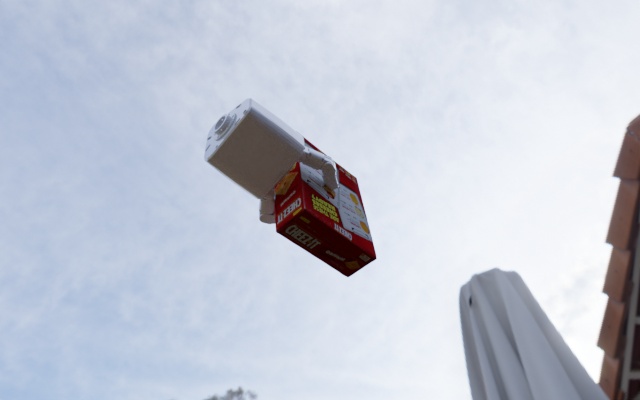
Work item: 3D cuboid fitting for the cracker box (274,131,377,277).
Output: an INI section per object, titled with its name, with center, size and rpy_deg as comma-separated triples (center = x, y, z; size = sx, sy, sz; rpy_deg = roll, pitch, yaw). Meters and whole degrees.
[cracker box]
center = 0.000, 0.002, 0.802
size = 0.072, 0.213, 0.164
rpy_deg = -39, -56, 24
